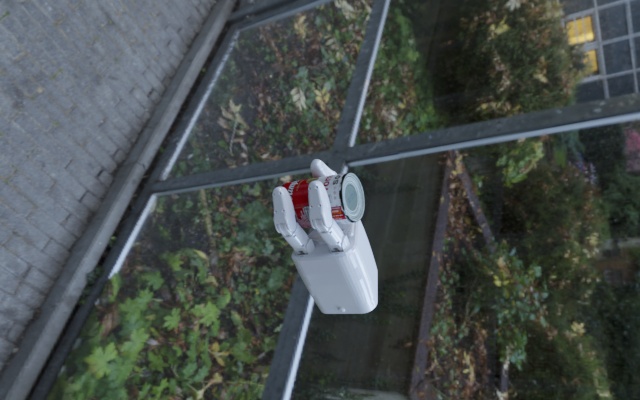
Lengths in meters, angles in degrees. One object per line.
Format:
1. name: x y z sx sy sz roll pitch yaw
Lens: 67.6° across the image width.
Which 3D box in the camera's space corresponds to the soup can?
1. soup can: 0.000 0.002 0.646 0.102 0.068 0.068 -8 -4 30
